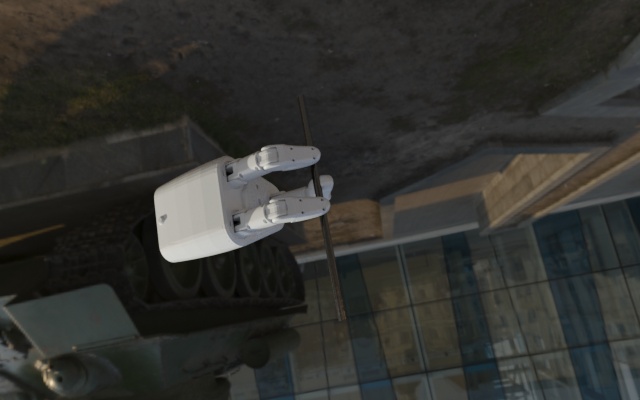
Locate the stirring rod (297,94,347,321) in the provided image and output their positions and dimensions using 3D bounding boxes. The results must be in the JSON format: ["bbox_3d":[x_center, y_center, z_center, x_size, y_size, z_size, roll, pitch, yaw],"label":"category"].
[{"bbox_3d":[0.000,0.002,0.491,0.011,0.239,0.011,-10,-13,-2],"label":"stirring rod"}]
